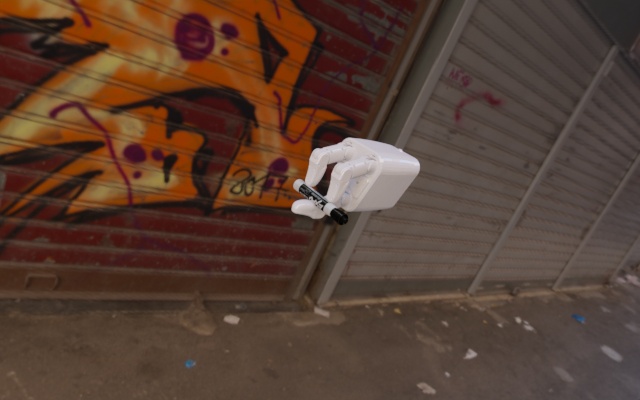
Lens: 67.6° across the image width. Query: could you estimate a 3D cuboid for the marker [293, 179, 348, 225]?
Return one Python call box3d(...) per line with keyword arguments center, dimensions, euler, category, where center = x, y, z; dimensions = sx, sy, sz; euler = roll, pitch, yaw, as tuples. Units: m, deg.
box3d(center=(0.000, 0.002, 0.722), dimensions=(0.020, 0.020, 0.121), euler=(0, 28, -43), category="marker")
